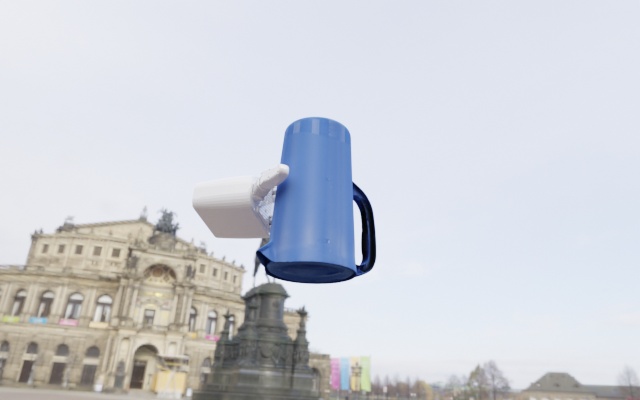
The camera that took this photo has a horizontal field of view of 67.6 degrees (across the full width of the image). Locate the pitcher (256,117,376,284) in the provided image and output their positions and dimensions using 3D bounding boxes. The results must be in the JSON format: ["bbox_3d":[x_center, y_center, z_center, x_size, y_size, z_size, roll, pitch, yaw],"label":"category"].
[{"bbox_3d":[0.000,0.002,0.732,0.145,0.242,0.149,-6,-24,20],"label":"pitcher"}]
